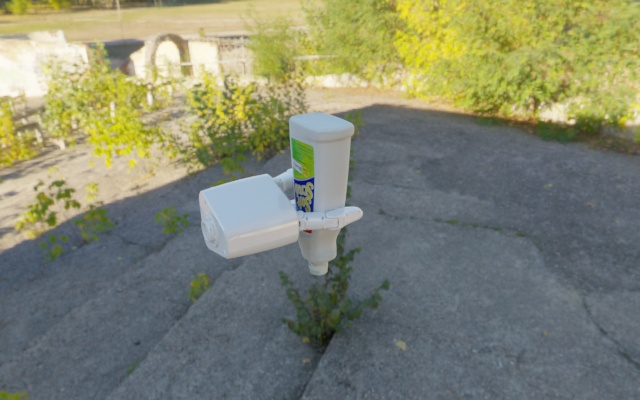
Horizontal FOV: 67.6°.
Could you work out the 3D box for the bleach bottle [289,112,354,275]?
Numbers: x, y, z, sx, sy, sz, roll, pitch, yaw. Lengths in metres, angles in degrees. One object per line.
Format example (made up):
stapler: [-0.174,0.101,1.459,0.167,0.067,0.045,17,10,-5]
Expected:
bleach bottle: [0.000,0.002,0.714,0.068,0.251,0.102,-15,28,-28]
